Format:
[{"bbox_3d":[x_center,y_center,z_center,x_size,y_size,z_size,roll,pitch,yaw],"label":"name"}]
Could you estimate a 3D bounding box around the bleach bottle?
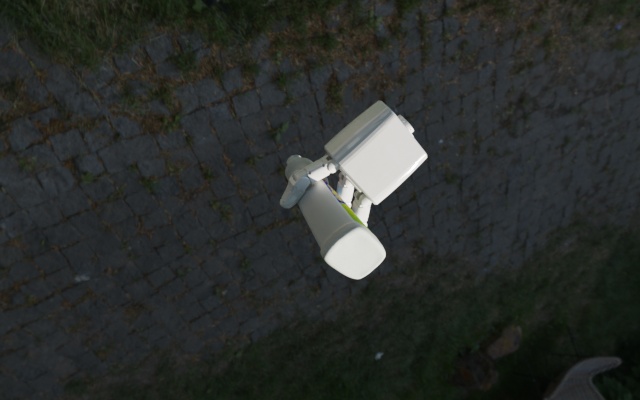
[{"bbox_3d":[0.000,0.002,0.717,0.103,0.068,0.250,41,10,-43],"label":"bleach bottle"}]
